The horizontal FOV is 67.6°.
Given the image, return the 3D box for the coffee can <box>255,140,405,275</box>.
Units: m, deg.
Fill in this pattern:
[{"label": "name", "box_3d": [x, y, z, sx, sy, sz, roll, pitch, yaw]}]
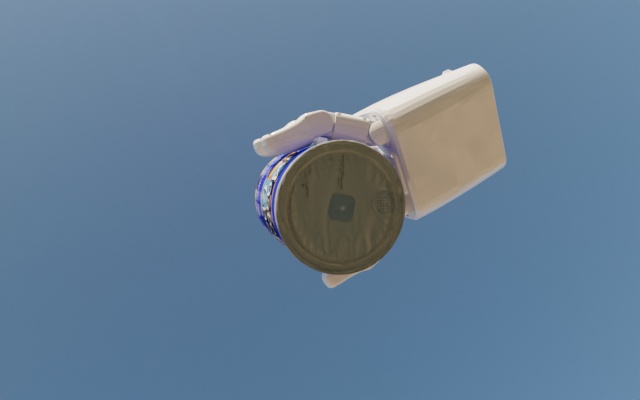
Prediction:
[{"label": "coffee can", "box_3d": [0.000, 0.002, 0.426, 0.103, 0.103, 0.140, 0, 4, -14]}]
